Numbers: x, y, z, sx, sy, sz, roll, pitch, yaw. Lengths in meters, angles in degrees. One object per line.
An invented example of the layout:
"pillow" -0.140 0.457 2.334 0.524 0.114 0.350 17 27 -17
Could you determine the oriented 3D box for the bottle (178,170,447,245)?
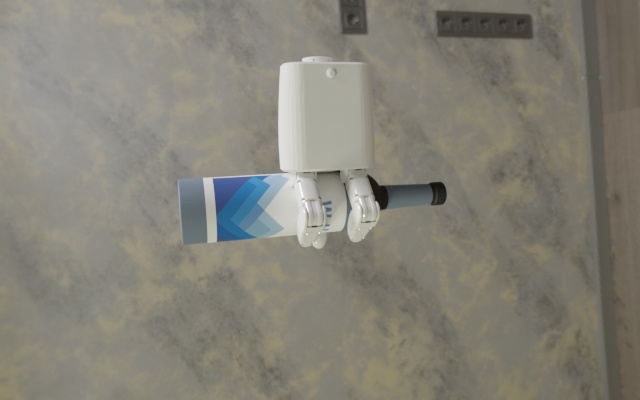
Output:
"bottle" 0.000 0.002 0.521 0.296 0.069 0.069 -4 1 -15
